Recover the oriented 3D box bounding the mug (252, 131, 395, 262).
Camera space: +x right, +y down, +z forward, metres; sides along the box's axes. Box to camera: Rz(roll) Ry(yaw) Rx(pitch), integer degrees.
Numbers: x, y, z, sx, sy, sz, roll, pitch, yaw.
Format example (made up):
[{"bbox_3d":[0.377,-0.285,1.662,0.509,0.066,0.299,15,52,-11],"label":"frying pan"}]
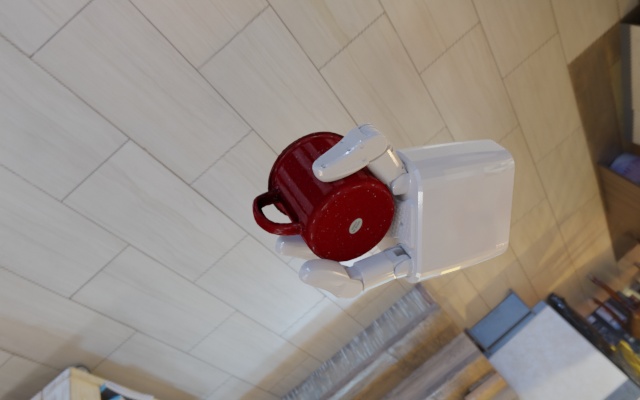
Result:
[{"bbox_3d":[-0.001,0.002,0.410,0.117,0.093,0.081,-12,37,-21],"label":"mug"}]
